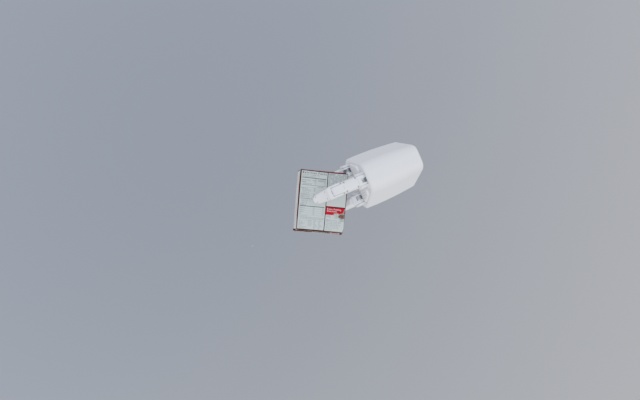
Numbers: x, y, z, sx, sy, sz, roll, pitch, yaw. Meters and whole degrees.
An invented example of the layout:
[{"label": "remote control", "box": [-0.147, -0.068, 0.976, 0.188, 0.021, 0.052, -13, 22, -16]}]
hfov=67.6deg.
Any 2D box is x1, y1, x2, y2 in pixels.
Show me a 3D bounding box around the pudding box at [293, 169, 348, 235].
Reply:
[{"label": "pudding box", "box": [0.000, 0.003, 0.863, 0.090, 0.113, 0.039, 6, -7, -9]}]
